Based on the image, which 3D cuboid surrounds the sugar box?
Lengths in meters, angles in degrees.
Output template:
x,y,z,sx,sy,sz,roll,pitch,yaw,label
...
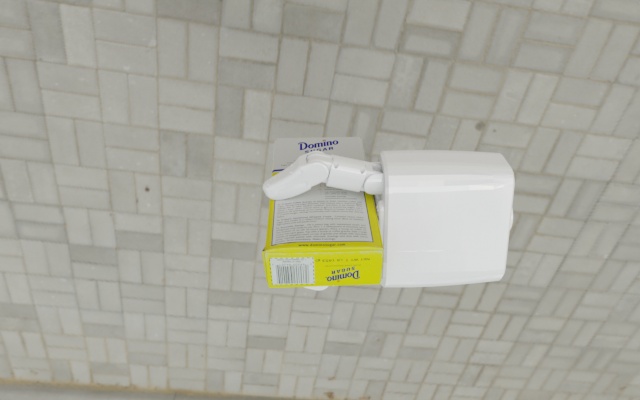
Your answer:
x,y,z,sx,sy,sz,roll,pitch,yaw,label
0.000,0.002,0.438,0.093,0.048,0.176,-1,34,-1,sugar box
